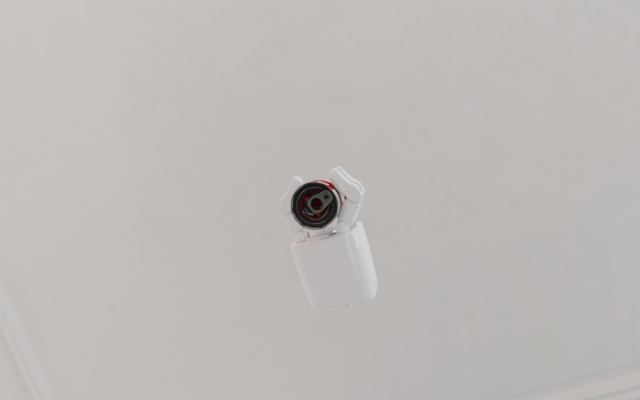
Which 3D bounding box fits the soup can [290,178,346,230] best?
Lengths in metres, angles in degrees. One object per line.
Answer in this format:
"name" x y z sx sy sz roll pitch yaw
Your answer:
"soup can" 0.000 0.002 0.711 0.068 0.068 0.102 0 6 10
